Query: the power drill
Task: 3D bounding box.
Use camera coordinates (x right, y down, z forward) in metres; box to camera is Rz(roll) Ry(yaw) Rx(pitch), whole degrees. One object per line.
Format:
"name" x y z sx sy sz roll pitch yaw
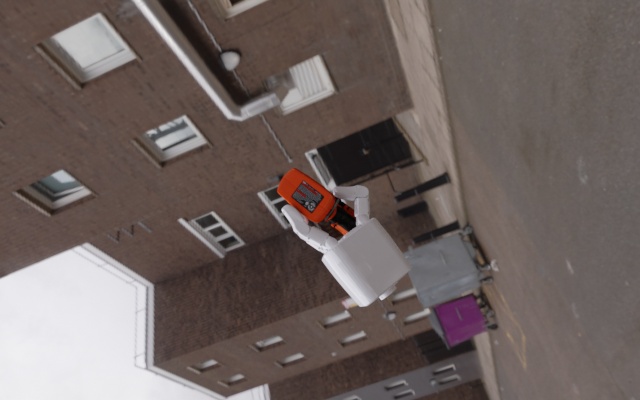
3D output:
"power drill" 0.000 0.003 0.861 0.184 0.057 0.188 35 3 28
